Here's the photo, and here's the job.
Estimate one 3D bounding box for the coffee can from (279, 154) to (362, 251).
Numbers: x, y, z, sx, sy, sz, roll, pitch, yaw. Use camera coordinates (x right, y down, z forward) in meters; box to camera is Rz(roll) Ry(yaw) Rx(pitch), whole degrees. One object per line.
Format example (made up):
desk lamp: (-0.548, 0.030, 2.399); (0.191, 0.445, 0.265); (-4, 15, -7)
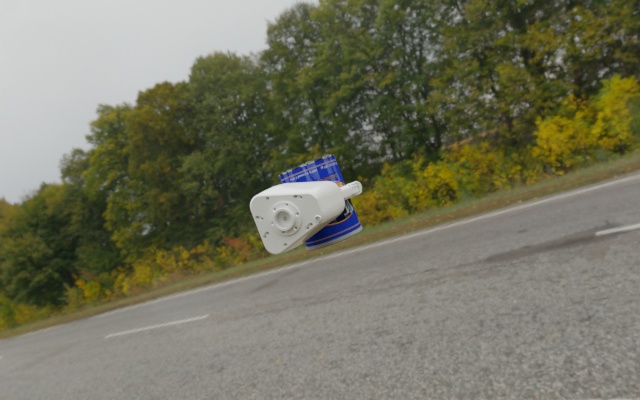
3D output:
coffee can: (0.000, 0.003, 0.824); (0.103, 0.140, 0.103); (-21, 2, 1)
